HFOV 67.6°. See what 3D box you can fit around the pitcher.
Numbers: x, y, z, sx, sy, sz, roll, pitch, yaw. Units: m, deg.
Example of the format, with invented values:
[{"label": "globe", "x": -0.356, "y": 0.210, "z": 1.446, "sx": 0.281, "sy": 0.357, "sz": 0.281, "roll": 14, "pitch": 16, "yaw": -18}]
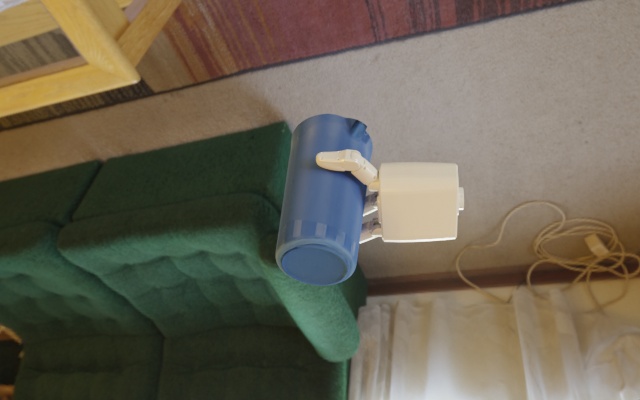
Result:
[{"label": "pitcher", "x": 0.000, "y": 0.002, "z": 0.708, "sx": 0.145, "sy": 0.242, "sz": 0.149, "roll": -1, "pitch": -42, "yaw": 11}]
